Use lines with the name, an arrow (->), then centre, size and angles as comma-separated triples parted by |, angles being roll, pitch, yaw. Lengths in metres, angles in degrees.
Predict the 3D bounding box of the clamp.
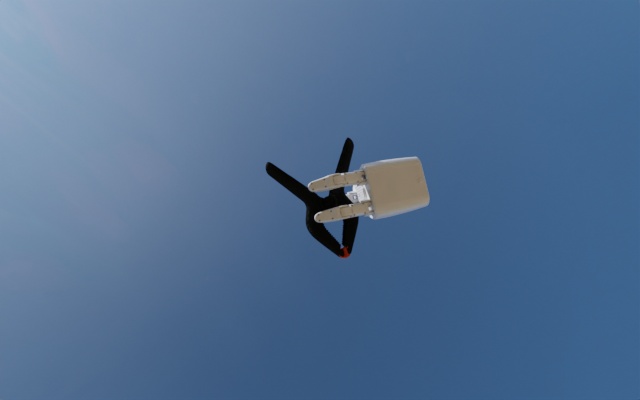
clamp -> 0.000, 0.003, 0.841 | 0.164, 0.210, 0.036 | -12, -6, -10
